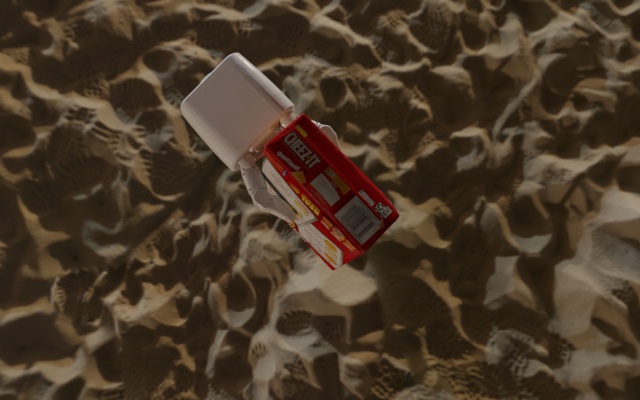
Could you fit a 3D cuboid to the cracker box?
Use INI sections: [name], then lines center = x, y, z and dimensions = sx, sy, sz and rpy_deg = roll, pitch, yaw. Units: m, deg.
[cracker box]
center = 0.000, 0.002, 0.628
dimensions = 0.072, 0.164, 0.214
rpy_deg = -42, -5, -15
